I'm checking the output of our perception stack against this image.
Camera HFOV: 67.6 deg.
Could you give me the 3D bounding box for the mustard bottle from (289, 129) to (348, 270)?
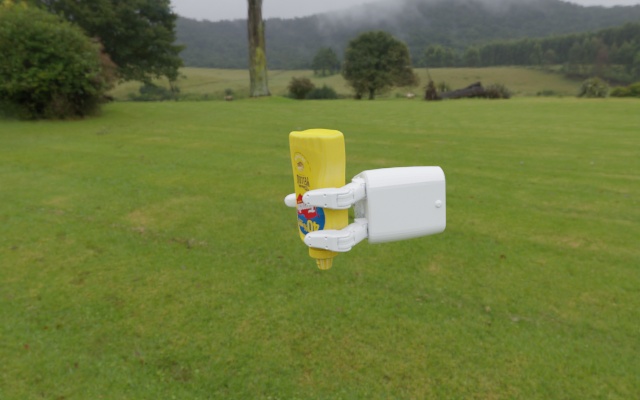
[{"bbox_3d":[0.000,0.002,0.649,0.058,0.192,0.096,-13,17,-30],"label":"mustard bottle"}]
